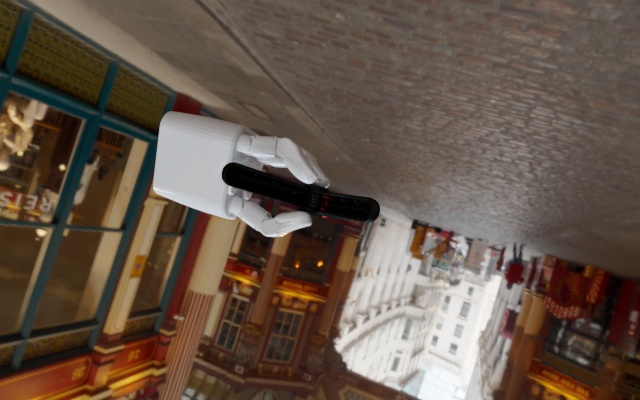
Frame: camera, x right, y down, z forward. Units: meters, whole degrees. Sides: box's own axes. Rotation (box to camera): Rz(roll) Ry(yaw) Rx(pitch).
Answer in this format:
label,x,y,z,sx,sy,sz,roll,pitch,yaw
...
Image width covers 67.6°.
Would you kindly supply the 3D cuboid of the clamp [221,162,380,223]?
label,x,y,z,sx,sy,sz,roll,pitch,yaw
clamp,0.000,0.003,0.557,0.164,0.036,0.210,16,-3,17
